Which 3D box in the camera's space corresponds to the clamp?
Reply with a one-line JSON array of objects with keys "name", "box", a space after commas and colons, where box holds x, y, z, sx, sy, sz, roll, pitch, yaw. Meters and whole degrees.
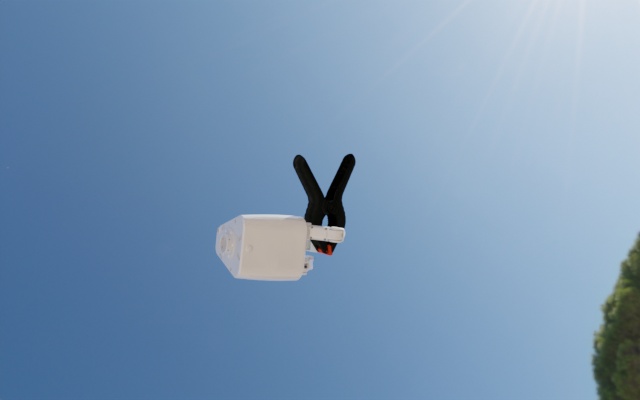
[{"name": "clamp", "box": [0.000, 0.003, 0.771, 0.120, 0.171, 0.039, 6, 0, -33]}]
